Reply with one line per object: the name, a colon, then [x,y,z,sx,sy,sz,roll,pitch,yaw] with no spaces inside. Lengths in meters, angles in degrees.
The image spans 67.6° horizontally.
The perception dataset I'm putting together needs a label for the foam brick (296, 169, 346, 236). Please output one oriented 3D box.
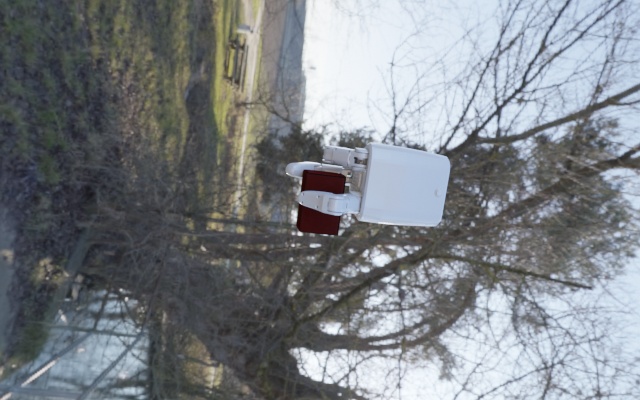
foam brick: [0.000,0.002,0.618,0.051,0.078,0.053,7,8,-8]
